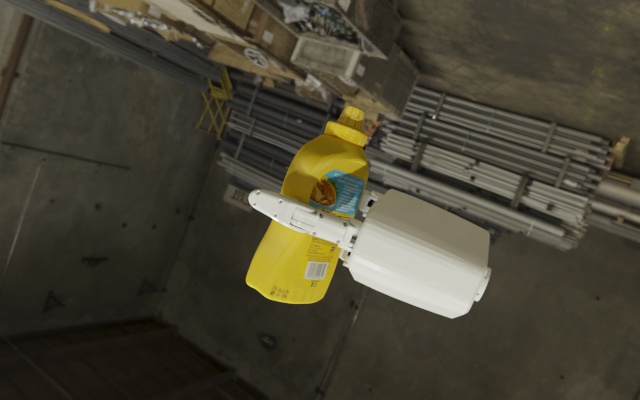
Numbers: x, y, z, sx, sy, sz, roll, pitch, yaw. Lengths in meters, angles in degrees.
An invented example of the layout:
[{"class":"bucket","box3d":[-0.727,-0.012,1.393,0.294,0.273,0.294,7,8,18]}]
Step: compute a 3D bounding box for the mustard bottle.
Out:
[{"class":"mustard bottle","box3d":[0.000,0.002,0.460,0.058,0.191,0.096,25,6,38]}]
